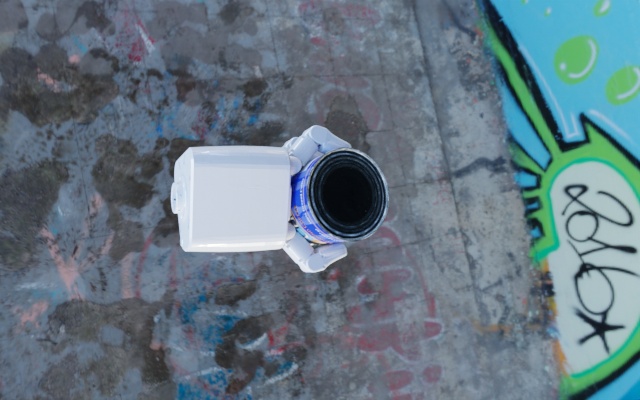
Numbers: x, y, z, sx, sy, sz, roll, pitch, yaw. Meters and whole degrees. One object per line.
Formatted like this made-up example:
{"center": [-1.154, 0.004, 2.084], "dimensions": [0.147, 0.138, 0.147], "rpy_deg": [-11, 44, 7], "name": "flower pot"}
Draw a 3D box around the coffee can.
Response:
{"center": [0.000, 0.002, 0.573], "dimensions": [0.103, 0.103, 0.140], "rpy_deg": [0, -7, -27], "name": "coffee can"}
